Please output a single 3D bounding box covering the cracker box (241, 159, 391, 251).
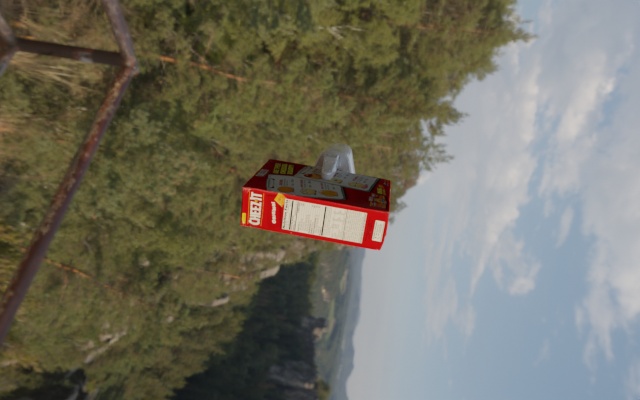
[{"bbox_3d":[0.000,0.002,0.753,0.213,0.072,0.164,10,20,5],"label":"cracker box"}]
